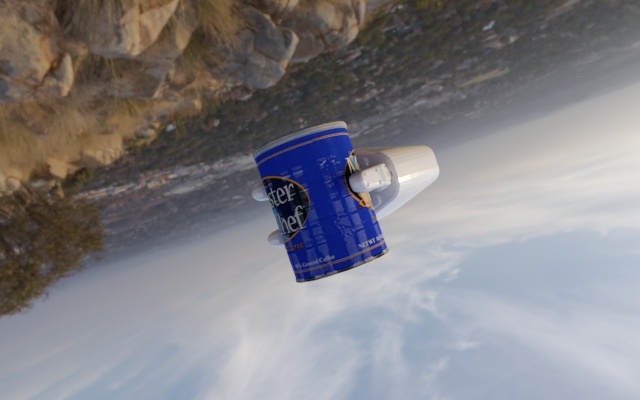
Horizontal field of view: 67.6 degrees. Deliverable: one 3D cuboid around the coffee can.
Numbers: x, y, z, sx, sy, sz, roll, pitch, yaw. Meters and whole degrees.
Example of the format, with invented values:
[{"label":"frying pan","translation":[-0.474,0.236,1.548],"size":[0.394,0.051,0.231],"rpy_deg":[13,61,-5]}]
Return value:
[{"label":"coffee can","translation":[0.000,0.002,0.497],"size":[0.103,0.140,0.103],"rpy_deg":[-19,-1,0]}]
